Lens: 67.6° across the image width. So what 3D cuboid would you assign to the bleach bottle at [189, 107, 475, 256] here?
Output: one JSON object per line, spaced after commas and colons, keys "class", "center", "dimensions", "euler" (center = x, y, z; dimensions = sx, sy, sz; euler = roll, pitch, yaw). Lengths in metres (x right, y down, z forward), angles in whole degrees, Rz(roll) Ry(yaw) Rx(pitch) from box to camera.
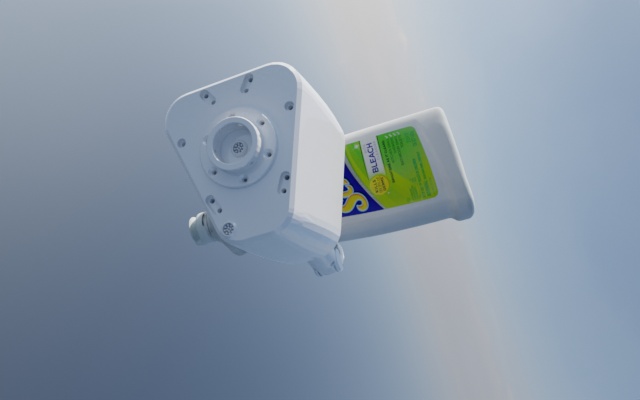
{"class": "bleach bottle", "center": [0.000, 0.001, 0.434], "dimensions": [0.251, 0.102, 0.068], "euler": [-17, -15, 11]}
